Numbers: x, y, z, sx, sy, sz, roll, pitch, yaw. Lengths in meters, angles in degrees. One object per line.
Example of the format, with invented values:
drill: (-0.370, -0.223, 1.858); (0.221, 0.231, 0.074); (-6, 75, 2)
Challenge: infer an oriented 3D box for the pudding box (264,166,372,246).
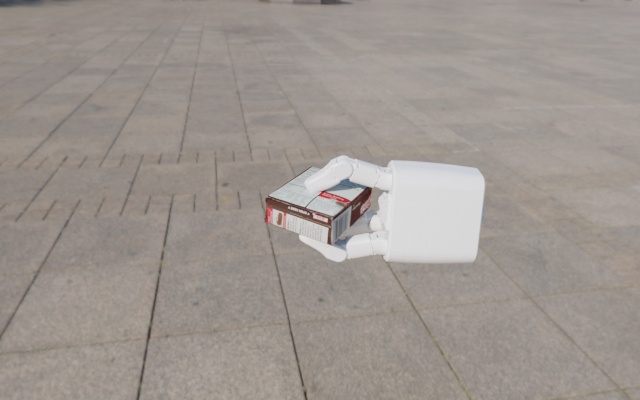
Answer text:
pudding box: (0.000, 0.002, 0.573); (0.090, 0.039, 0.113); (17, 28, 23)
